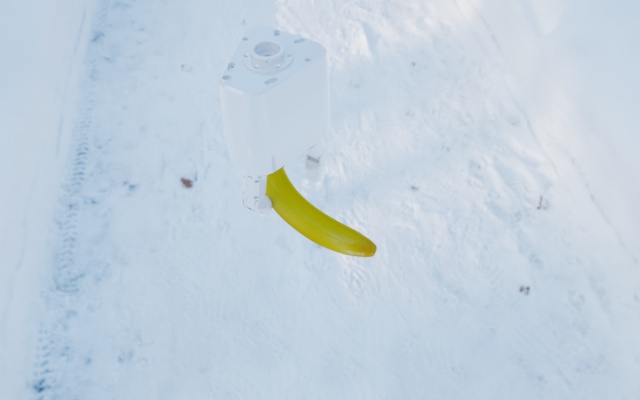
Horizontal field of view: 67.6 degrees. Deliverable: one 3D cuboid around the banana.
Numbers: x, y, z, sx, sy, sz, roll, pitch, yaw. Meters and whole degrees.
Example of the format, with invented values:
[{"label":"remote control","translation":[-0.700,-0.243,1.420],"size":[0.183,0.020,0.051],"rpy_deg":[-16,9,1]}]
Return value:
[{"label":"banana","translation":[-0.017,0.008,0.580],"size":[0.069,0.037,0.197],"rpy_deg":[-28,57,-25]}]
